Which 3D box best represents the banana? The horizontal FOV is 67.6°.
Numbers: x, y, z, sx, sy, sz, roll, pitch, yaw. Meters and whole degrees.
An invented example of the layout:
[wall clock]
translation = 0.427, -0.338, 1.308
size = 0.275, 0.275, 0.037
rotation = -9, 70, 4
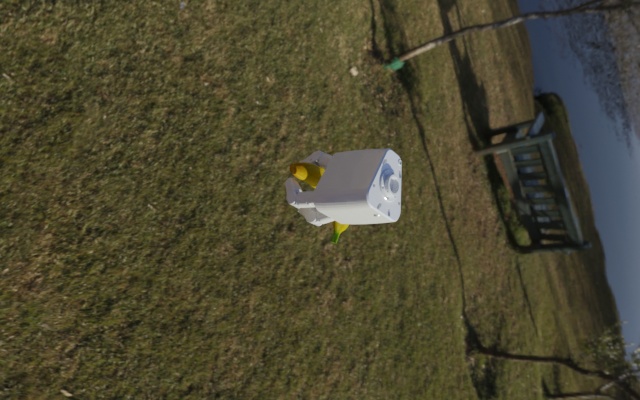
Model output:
[banana]
translation = 0.012, -0.008, 0.859
size = 0.037, 0.198, 0.069
rotation = 10, 51, 43
